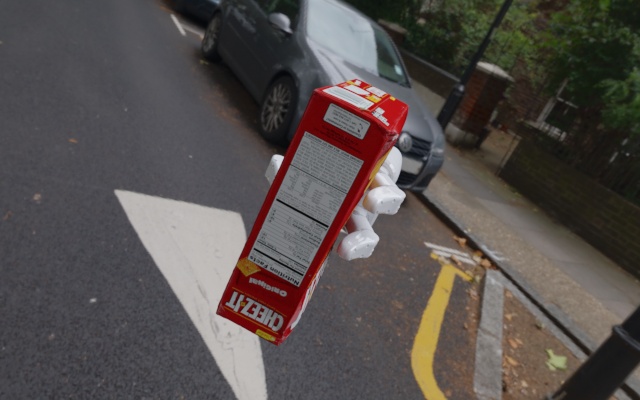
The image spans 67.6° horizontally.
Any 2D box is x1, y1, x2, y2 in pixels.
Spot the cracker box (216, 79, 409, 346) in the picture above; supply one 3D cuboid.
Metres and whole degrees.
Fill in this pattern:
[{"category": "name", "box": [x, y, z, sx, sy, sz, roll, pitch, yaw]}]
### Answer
[{"category": "cracker box", "box": [0.000, 0.001, 0.444, 0.072, 0.214, 0.164, 28, 21, 5]}]
